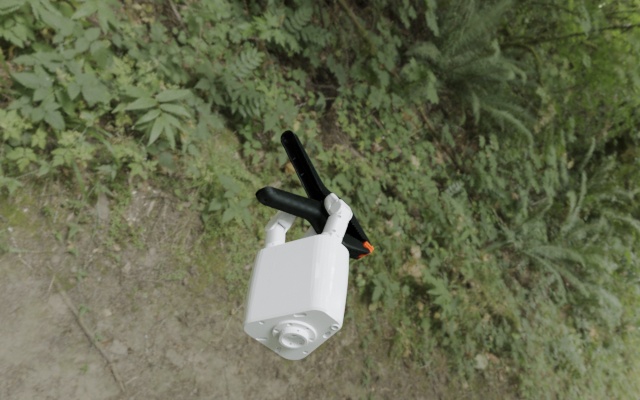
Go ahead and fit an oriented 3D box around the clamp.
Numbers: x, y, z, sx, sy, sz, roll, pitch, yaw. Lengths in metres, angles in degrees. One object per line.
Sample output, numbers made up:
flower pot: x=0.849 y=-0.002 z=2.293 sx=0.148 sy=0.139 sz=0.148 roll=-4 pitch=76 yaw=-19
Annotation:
clamp: x=0.001 y=0.002 z=0.673 sx=0.036 sy=0.164 sz=0.210 roll=-32 pitch=-59 yaw=29
